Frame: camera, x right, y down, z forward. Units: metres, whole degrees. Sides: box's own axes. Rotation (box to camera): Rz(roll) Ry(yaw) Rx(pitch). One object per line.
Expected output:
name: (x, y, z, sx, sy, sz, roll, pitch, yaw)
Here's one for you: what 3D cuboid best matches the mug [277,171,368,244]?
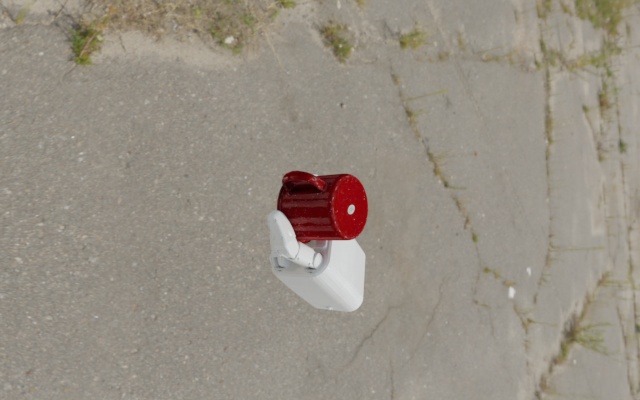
mug: (0.000, 0.001, 0.590, 0.081, 0.093, 0.117, -3, -39, 38)
